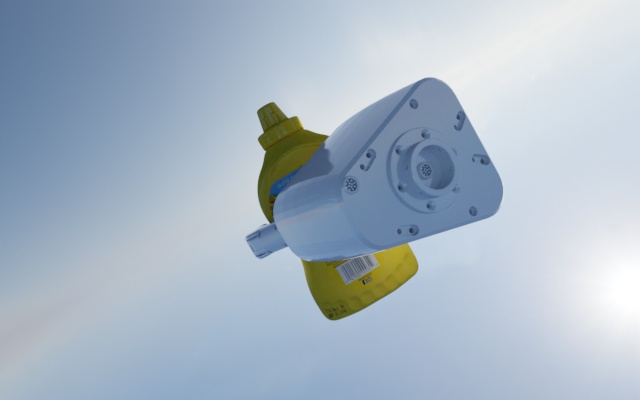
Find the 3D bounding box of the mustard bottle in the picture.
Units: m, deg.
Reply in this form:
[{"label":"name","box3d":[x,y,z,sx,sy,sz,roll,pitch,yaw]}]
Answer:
[{"label":"mustard bottle","box3d":[0.000,0.002,0.419,0.096,0.191,0.058,-30,5,1]}]
